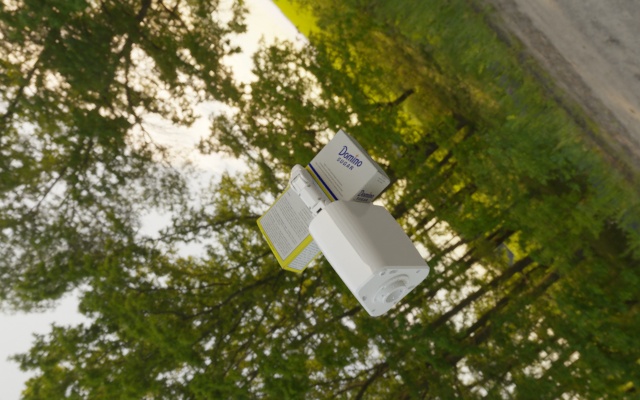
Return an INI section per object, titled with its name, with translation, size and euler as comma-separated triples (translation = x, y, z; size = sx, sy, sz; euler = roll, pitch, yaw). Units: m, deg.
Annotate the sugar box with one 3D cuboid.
[sugar box]
translation = 0.000, 0.002, 0.629
size = 0.048, 0.176, 0.093
euler = 30, 20, -52
